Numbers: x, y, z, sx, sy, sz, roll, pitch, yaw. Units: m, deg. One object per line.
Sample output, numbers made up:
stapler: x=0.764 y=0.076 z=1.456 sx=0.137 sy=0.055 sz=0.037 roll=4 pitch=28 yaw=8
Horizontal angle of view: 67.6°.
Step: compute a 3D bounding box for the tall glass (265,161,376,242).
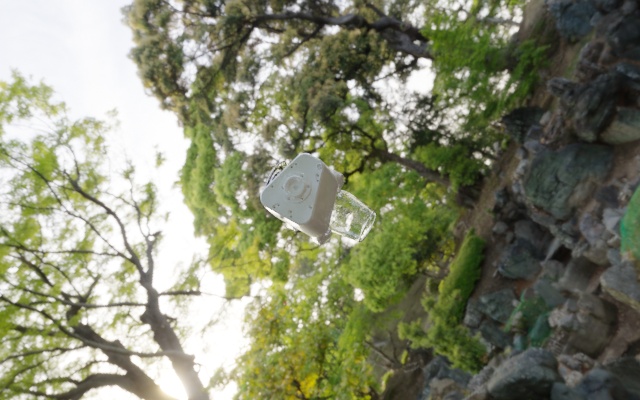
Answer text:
tall glass: x=0.000 y=0.003 z=0.877 sx=0.201 sy=0.079 sz=0.079 roll=28 pitch=8 yaw=16
